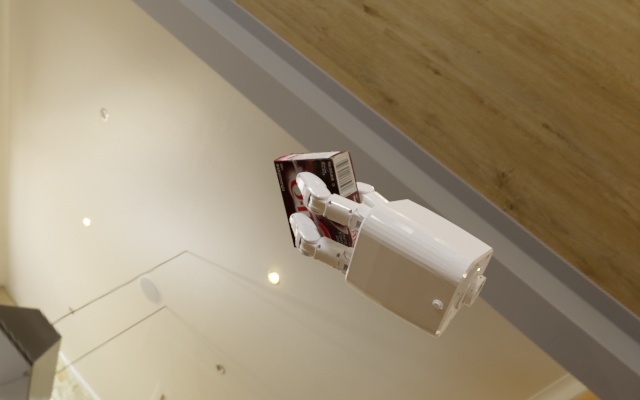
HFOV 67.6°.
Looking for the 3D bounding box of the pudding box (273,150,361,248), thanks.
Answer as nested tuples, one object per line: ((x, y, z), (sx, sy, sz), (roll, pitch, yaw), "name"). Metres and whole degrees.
((0.000, 0.002, 0.544), (0.090, 0.113, 0.039), (1, 18, 41), "pudding box")
